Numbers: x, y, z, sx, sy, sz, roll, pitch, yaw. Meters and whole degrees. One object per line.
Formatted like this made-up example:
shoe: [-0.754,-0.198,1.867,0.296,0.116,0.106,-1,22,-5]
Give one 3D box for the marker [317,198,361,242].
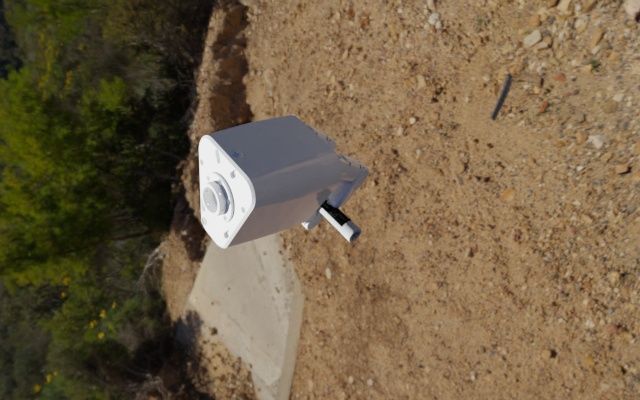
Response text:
marker: [0.000,0.002,0.551,0.121,0.020,0.020,44,24,28]
